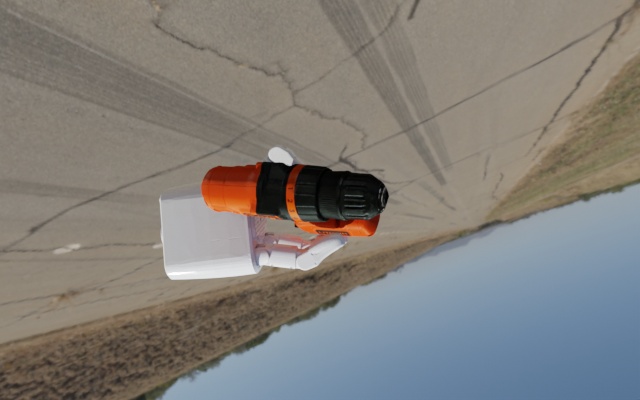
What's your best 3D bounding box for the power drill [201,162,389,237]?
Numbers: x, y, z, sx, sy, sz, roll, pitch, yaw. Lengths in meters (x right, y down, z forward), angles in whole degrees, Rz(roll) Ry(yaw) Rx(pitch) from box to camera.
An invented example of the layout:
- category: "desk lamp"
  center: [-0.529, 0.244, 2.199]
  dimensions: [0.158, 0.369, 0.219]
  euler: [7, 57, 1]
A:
- category: "power drill"
  center: [0.000, 0.002, 0.498]
  dimensions: [0.184, 0.057, 0.188]
  euler: [5, -8, 25]
